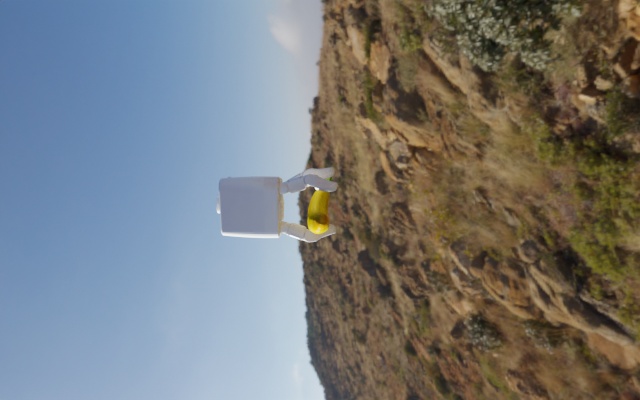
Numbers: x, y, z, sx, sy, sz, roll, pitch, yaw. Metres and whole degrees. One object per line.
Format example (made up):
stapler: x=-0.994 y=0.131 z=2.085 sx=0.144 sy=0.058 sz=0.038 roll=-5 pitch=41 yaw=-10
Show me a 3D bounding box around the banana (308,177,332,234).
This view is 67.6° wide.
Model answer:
banana: x=-0.003 y=0.018 z=0.849 sx=0.037 sy=0.070 sz=0.197 roll=9 pitch=24 yaw=-2
